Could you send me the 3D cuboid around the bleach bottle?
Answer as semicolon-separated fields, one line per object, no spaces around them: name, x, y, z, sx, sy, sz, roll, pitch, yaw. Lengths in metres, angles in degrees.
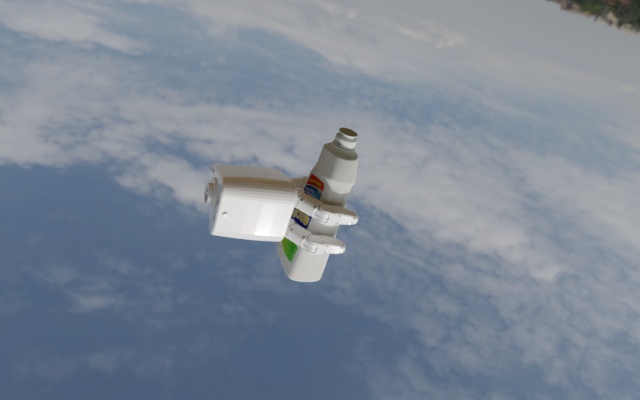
bleach bottle;0.000;0.003;0.737;0.068;0.251;0.102;6;32;-23
